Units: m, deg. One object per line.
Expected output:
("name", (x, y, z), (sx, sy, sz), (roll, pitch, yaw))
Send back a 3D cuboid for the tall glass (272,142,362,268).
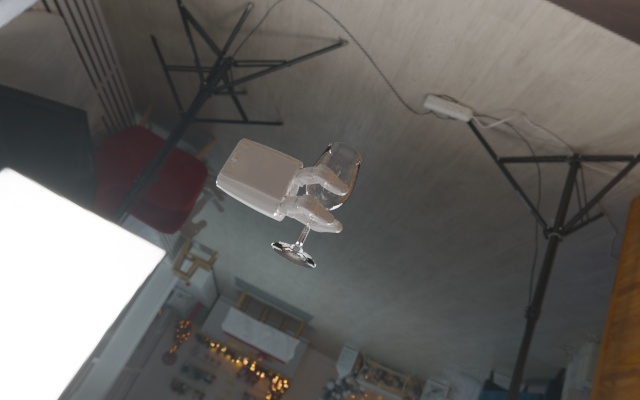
("tall glass", (0.000, 0.003, 0.761), (0.079, 0.201, 0.079), (23, -24, 11))
